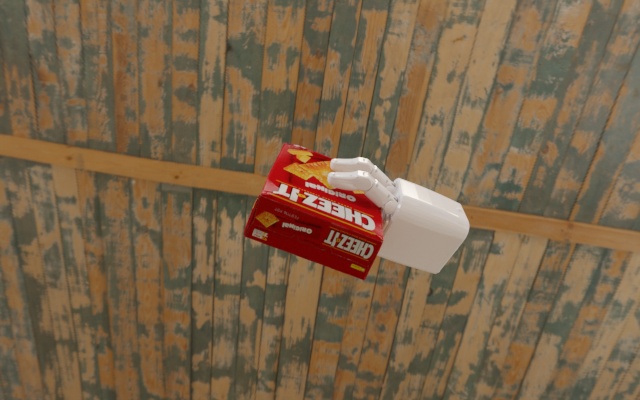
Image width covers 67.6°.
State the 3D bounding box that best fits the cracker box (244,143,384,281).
[{"bbox_3d":[0.000,0.002,0.673,0.164,0.072,0.213,20,24,-4],"label":"cracker box"}]
